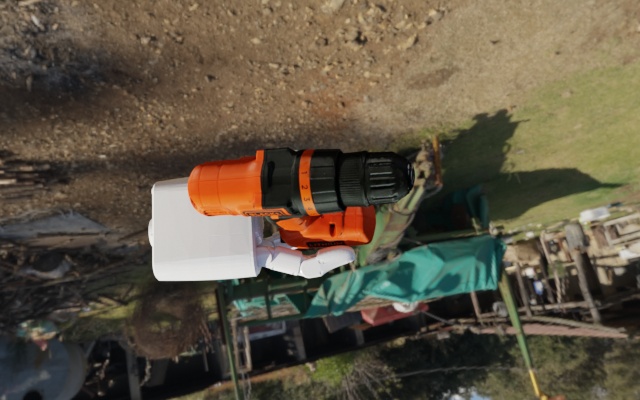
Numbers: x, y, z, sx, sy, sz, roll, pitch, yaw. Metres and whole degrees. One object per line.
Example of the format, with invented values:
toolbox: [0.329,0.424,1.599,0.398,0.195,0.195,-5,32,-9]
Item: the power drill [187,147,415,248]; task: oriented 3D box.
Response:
power drill: [0.000,0.002,0.443,0.184,0.057,0.188,-1,-16,16]
